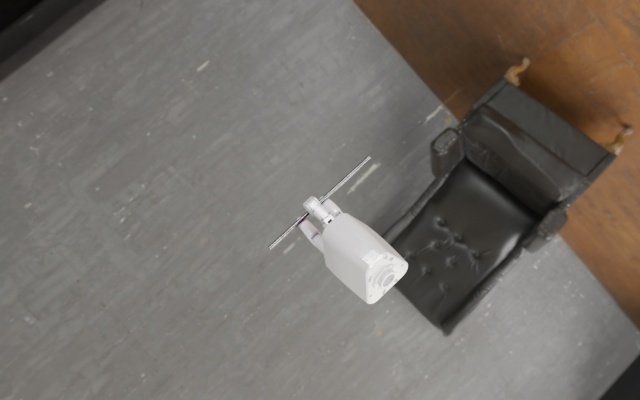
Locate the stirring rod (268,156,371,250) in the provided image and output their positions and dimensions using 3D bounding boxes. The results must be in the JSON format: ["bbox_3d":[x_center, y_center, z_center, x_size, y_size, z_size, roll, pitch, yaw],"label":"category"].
[{"bbox_3d":[0.000,0.003,0.838,0.239,0.011,0.011,-42,8,-8],"label":"stirring rod"}]
